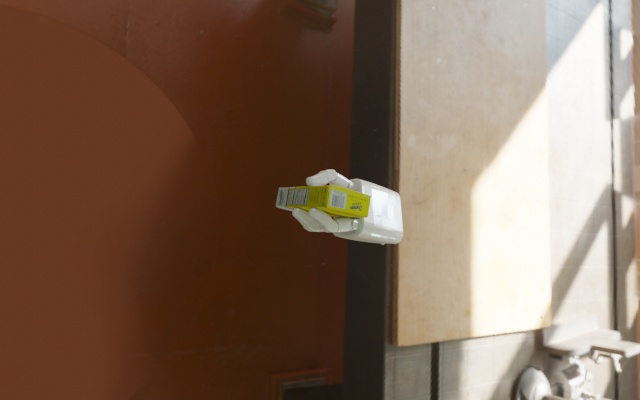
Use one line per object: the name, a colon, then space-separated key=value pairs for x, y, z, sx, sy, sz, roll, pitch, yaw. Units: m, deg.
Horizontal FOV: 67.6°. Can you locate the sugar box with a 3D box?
sugar box: x=0.000 y=0.003 z=0.881 sx=0.093 sy=0.048 sz=0.176 roll=15 pitch=-11 yaw=-33
